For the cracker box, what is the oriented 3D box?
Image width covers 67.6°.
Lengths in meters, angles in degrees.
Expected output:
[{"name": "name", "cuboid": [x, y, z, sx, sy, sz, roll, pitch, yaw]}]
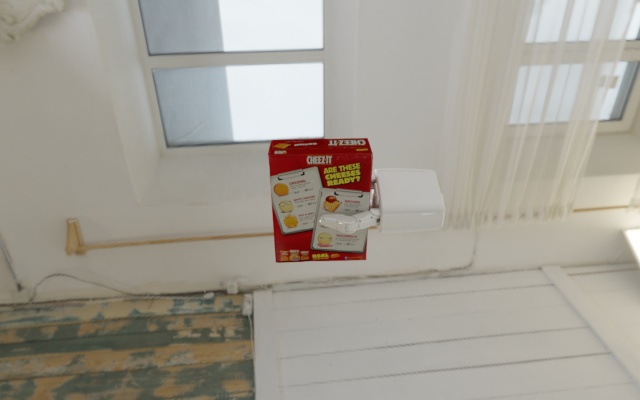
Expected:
[{"name": "cracker box", "cuboid": [0.000, 0.003, 0.814, 0.164, 0.214, 0.072, -1, 32, -2]}]
